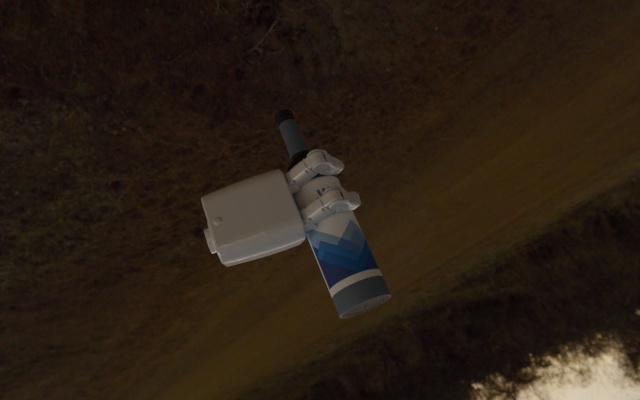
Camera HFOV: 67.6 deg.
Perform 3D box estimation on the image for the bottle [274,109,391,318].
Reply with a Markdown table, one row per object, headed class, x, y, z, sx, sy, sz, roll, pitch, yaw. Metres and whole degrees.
| class | x | y | z | sx | sy | sz | roll | pitch | yaw |
| --- | --- | --- | --- | --- | --- | --- | --- | --- | --- |
| bottle | 0.000 | 0.002 | 0.623 | 0.069 | 0.295 | 0.069 | -19 | -24 | -9 |
